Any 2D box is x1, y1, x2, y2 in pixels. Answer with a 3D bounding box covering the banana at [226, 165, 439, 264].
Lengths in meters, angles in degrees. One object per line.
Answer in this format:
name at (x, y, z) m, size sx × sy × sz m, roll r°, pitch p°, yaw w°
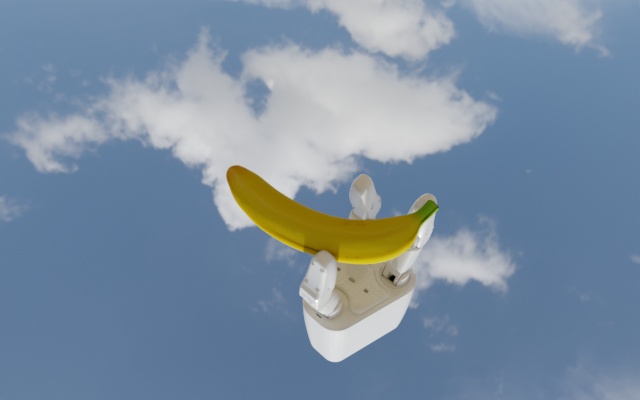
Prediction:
banana at (-0.002, 0.016, 0.420) m, size 0.198 × 0.069 × 0.037 m, roll 12°, pitch -36°, yaw 13°
